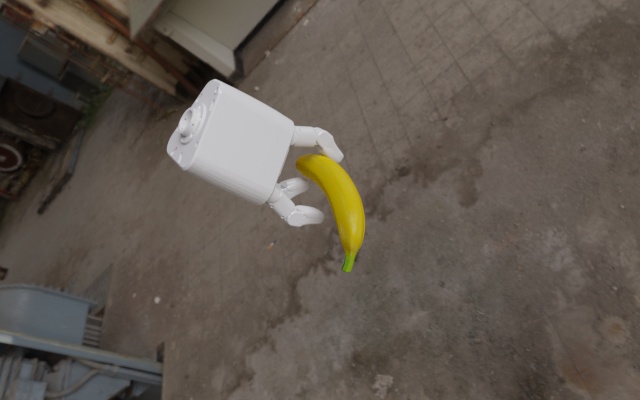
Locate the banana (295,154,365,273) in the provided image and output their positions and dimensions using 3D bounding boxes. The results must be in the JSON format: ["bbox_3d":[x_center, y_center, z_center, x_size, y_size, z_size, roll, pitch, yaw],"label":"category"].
[{"bbox_3d":[0.013,-0.008,0.598,0.037,0.197,0.070,23,-58,-39],"label":"banana"}]
